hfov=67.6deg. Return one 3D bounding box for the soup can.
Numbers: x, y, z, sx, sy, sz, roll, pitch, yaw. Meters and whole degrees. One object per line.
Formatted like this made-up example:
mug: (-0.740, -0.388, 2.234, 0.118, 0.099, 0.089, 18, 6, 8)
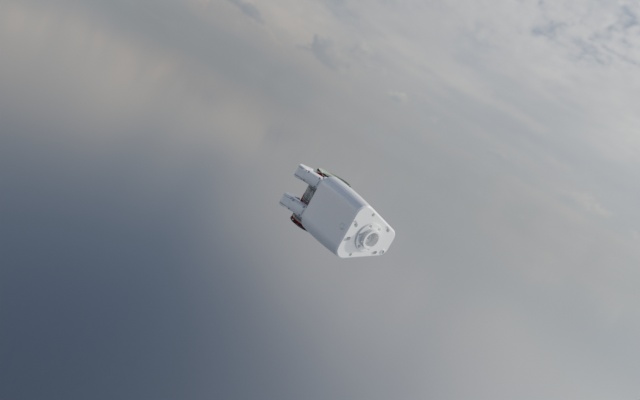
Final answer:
soup can: (0.000, 0.002, 0.835, 0.068, 0.102, 0.068, 28, 10, -5)
